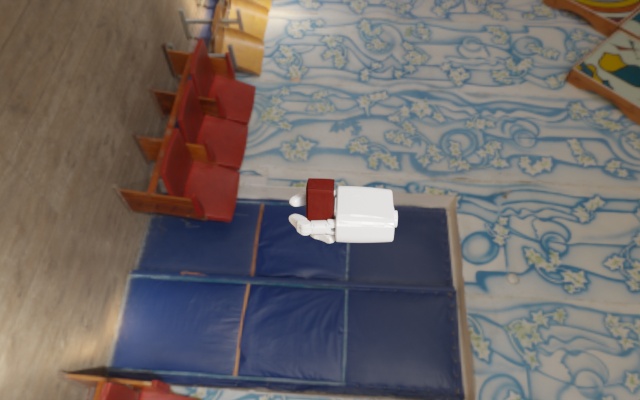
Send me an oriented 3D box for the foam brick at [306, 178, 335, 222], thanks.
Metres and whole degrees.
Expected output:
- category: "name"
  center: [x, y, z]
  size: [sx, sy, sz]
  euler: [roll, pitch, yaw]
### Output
- category: "foam brick"
  center: [0.000, 0.003, 0.888]
  size: [0.051, 0.078, 0.053]
  euler: [2, 26, 3]
